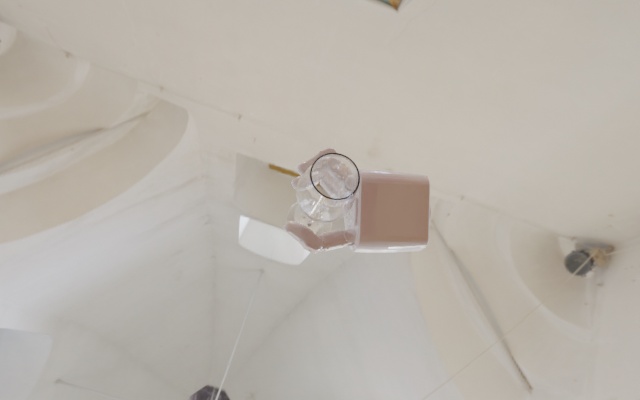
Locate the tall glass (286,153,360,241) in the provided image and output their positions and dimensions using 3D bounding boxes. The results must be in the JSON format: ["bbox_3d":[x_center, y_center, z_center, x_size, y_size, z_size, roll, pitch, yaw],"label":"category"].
[{"bbox_3d":[0.000,0.002,0.665,0.079,0.079,0.201,0,-19,-11],"label":"tall glass"}]
